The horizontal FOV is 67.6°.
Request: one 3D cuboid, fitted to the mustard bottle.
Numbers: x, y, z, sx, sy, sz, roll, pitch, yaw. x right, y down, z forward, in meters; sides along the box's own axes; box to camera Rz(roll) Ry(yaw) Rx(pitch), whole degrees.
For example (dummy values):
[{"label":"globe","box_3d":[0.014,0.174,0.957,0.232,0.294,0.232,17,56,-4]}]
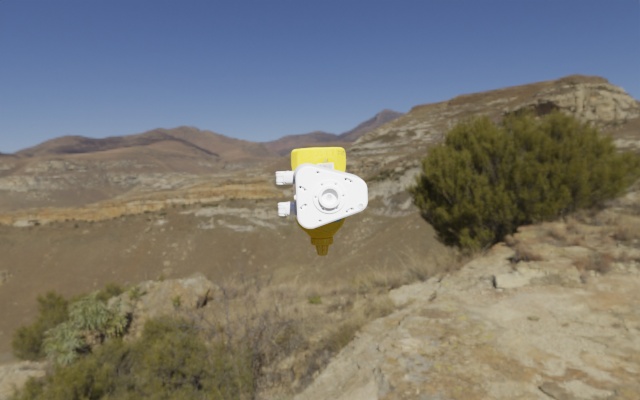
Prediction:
[{"label":"mustard bottle","box_3d":[0.000,0.003,0.851,0.096,0.191,0.058,-5,5,-27]}]
